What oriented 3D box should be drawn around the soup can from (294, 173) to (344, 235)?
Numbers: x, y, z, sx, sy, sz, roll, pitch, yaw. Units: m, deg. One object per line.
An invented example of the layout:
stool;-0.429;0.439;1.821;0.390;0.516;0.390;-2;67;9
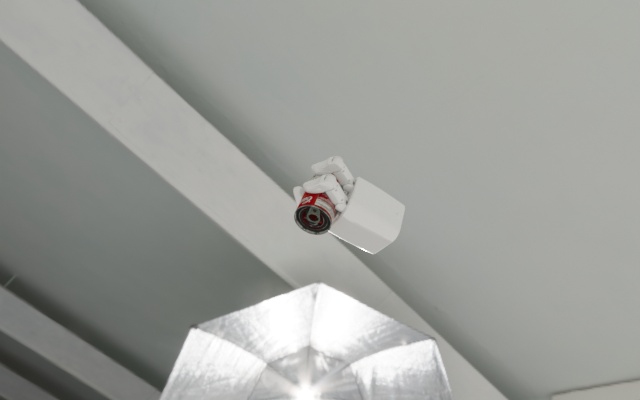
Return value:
soup can;0.000;0.002;0.861;0.068;0.069;0.102;0;40;21
